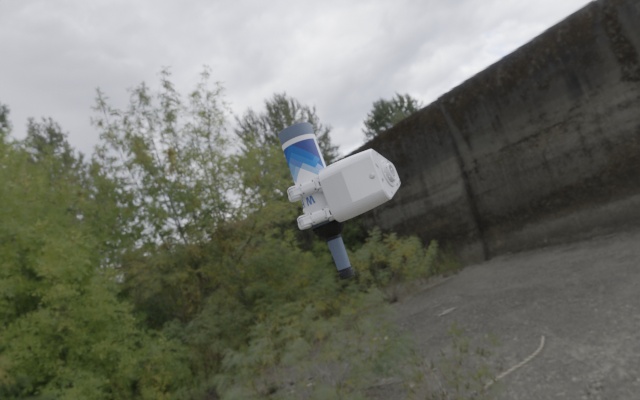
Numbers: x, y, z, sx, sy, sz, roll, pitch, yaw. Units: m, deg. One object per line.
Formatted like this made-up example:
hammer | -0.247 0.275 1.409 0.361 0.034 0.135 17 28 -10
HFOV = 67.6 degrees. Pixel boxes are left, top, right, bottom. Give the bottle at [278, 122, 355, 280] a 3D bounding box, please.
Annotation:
bottle | 0.000 0.003 0.886 0.069 0.295 0.069 -20 -7 -3
